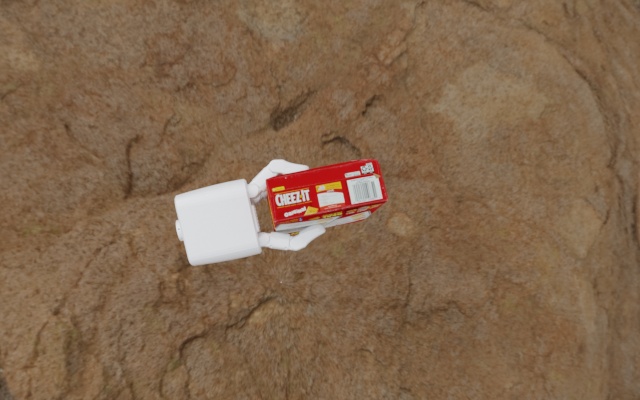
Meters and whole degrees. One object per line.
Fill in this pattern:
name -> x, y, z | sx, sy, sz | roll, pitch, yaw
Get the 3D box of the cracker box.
cracker box -> 0.000, 0.003, 0.757 | 0.164, 0.072, 0.214 | -11, -9, -7
